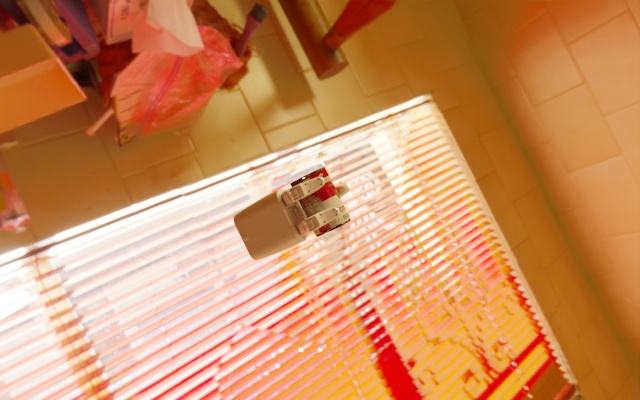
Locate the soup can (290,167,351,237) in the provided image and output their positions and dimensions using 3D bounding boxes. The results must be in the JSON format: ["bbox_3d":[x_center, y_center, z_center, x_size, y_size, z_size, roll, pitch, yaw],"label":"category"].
[{"bbox_3d":[0.001,0.003,0.811,0.068,0.102,0.068,-26,-1,0],"label":"soup can"}]
